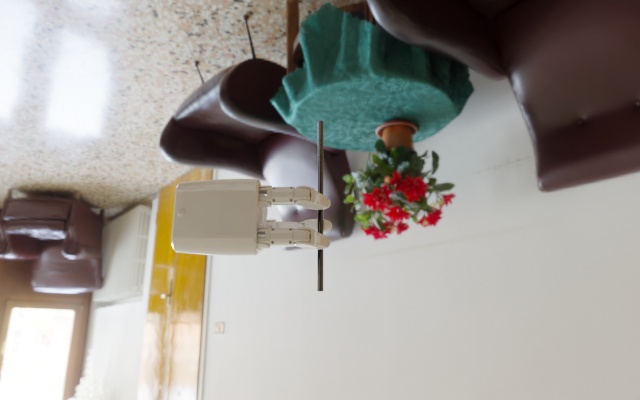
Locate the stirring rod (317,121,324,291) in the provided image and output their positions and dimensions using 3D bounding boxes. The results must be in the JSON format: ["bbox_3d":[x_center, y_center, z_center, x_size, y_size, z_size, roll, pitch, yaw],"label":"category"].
[{"bbox_3d":[0.000,0.002,0.653,0.011,0.239,0.011,0,-17,0],"label":"stirring rod"}]
